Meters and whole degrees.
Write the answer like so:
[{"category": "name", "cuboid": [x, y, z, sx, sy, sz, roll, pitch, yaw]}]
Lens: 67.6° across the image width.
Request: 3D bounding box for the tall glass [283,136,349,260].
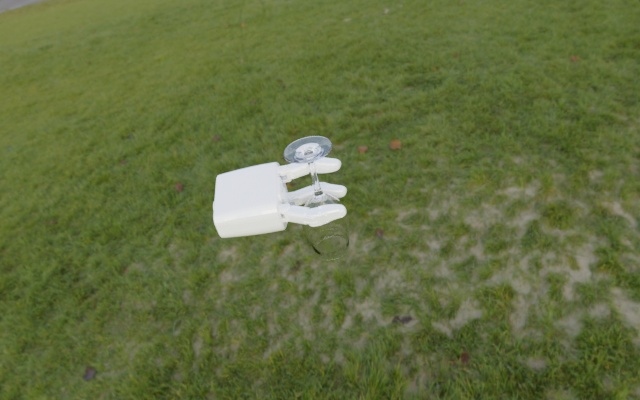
[{"category": "tall glass", "cuboid": [0.000, 0.002, 0.764, 0.079, 0.201, 0.079, -9, 36, 7]}]
